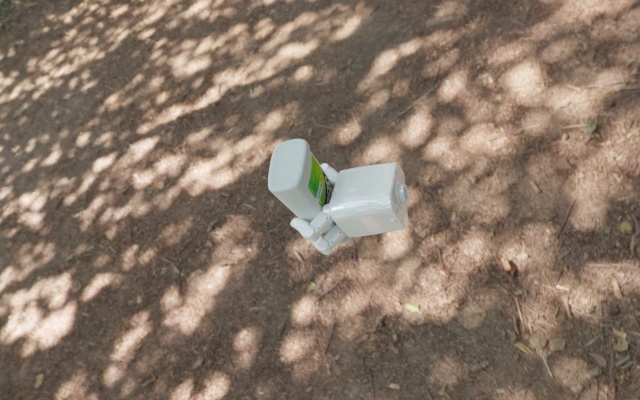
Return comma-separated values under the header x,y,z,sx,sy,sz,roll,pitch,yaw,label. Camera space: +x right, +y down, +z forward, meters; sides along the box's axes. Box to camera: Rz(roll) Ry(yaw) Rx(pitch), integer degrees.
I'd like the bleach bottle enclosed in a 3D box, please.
x,y,z,sx,sy,sz,roll,pitch,yaw,label
0.000,0.003,0.852,0.068,0.102,0.251,-9,-33,26,bleach bottle
